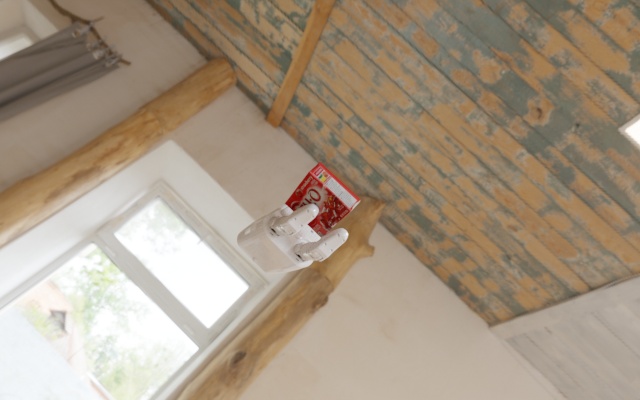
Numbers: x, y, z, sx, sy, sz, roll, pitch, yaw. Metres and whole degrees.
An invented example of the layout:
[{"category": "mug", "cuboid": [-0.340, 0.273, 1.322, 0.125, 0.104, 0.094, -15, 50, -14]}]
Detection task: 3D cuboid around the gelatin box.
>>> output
[{"category": "gelatin box", "cuboid": [0.001, 0.002, 0.638, 0.030, 0.073, 0.089, -46, -1, -39]}]
